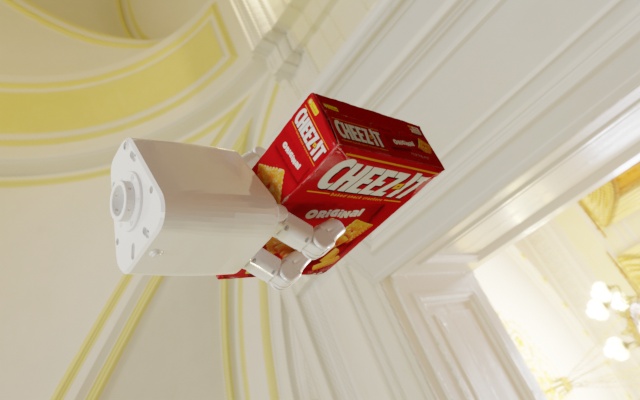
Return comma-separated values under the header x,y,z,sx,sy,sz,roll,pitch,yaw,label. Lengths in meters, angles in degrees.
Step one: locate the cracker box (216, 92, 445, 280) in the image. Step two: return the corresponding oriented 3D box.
x,y,z,sx,sy,sz,roll,pitch,yaw,label
0.000,0.002,0.507,0.164,0.072,0.214,5,-40,-44,cracker box
